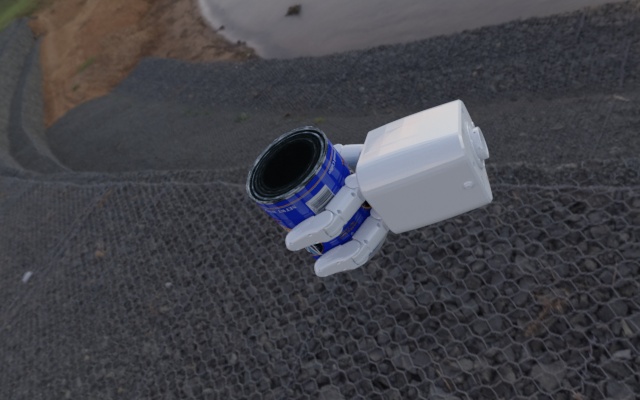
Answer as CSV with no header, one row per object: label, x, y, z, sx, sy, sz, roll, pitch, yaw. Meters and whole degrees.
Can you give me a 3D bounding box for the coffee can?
coffee can,0.000,0.002,0.537,0.103,0.102,0.140,0,-36,41
